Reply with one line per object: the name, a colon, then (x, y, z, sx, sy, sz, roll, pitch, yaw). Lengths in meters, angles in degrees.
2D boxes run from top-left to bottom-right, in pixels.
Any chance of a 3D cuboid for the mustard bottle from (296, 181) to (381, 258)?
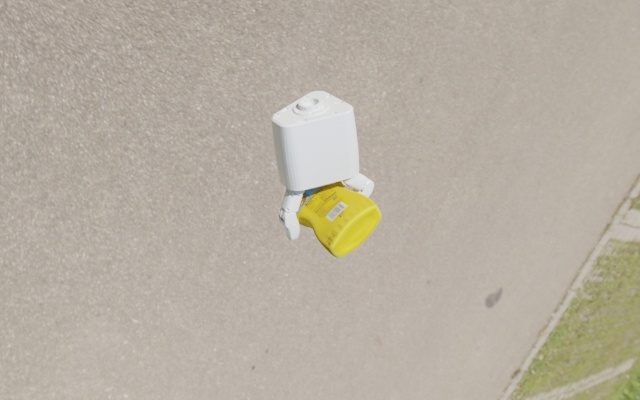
mustard bottle: (0.000, 0.003, 0.746, 0.191, 0.096, 0.058, 39, -9, 44)
